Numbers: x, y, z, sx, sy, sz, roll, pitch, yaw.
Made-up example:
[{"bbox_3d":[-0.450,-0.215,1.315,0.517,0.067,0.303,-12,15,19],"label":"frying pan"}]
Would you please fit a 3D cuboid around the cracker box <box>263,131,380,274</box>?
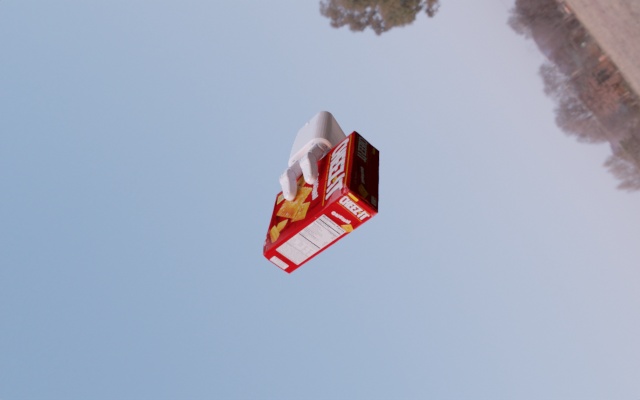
[{"bbox_3d":[0.000,0.003,0.812,0.072,0.164,0.214,36,-54,-23],"label":"cracker box"}]
